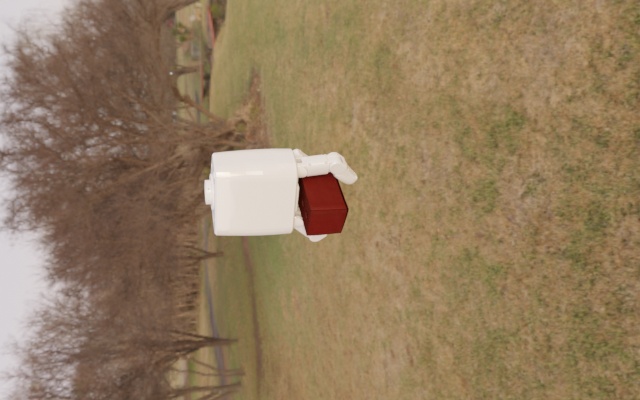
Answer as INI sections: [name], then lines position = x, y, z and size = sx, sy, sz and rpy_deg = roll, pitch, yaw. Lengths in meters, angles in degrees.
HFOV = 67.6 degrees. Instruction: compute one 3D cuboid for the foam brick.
[foam brick]
position = 0.000, 0.002, 0.652
size = 0.051, 0.078, 0.053
rpy_deg = -4, -42, -16
